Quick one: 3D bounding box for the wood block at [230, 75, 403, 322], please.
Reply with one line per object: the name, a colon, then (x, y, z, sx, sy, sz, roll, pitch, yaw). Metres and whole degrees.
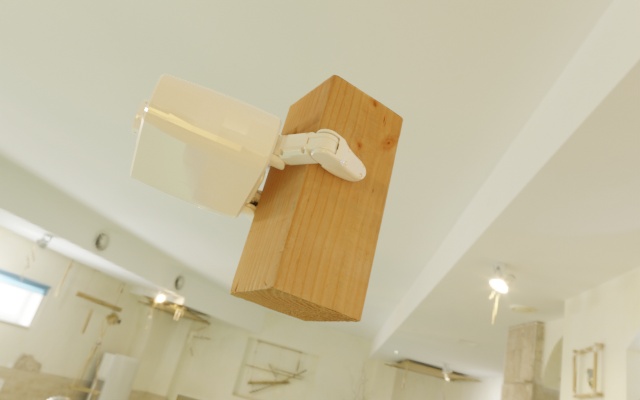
wood block: (0.000, 0.001, 0.452, 0.090, 0.206, 0.091, 27, -25, -26)
